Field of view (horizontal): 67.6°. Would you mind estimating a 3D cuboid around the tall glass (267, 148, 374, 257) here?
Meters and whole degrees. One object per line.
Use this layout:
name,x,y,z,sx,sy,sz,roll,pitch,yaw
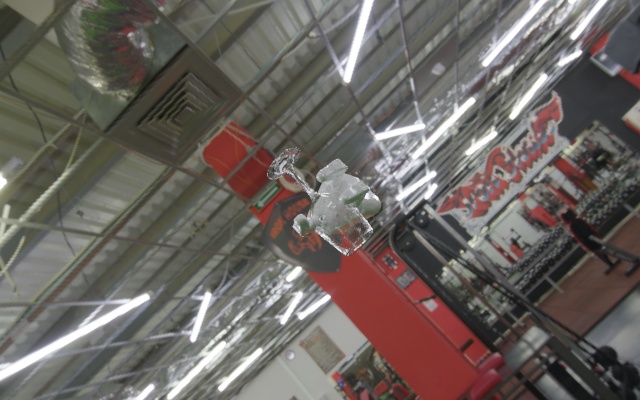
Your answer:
tall glass,0.000,0.002,0.818,0.201,0.079,0.079,46,18,18
